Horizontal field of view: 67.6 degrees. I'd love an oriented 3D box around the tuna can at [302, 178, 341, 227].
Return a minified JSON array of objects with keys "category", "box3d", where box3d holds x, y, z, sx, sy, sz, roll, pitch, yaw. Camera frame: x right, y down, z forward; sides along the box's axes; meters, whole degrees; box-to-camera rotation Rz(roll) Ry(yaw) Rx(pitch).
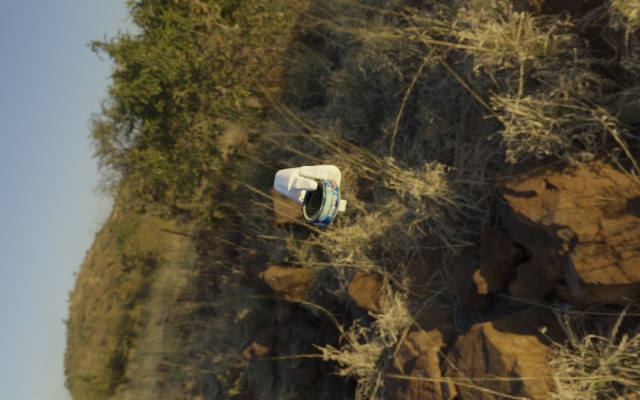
[{"category":"tuna can","box3d":[0.000,0.003,0.874,0.034,0.086,0.086,13,-6,-27]}]
